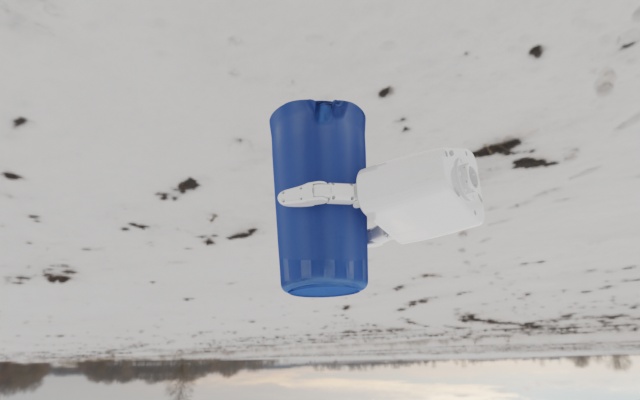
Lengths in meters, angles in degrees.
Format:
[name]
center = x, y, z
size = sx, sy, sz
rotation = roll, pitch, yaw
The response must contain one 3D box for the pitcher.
[pitcher]
center = 0.000, 0.002, 0.634
size = 0.145, 0.242, 0.149
rotation = -16, -24, 35
